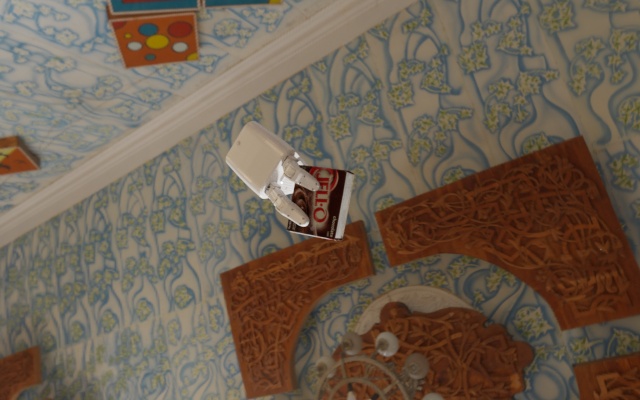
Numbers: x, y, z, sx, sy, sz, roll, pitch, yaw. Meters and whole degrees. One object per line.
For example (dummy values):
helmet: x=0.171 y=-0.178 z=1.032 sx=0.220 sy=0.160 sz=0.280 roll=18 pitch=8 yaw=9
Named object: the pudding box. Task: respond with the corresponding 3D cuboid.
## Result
pudding box: x=0.000 y=0.003 z=0.770 sx=0.090 sy=0.113 sz=0.039 roll=9 pitch=0 yaw=29
